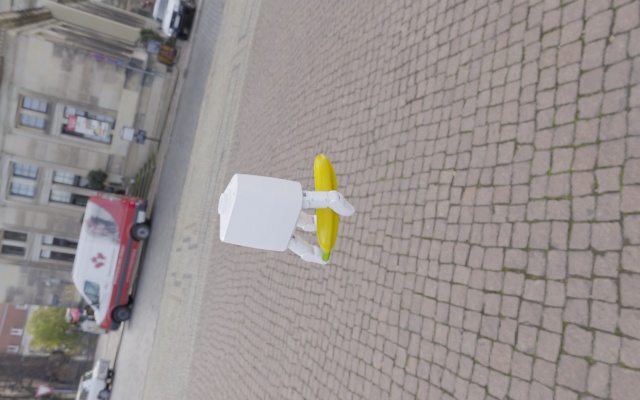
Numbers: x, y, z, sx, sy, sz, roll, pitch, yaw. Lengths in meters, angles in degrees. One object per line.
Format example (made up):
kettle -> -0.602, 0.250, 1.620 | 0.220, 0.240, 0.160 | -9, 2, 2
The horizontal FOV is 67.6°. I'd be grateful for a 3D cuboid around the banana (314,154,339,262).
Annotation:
banana -> 0.007, 0.000, 0.814 | 0.037, 0.197, 0.070 | 7, -21, -19
